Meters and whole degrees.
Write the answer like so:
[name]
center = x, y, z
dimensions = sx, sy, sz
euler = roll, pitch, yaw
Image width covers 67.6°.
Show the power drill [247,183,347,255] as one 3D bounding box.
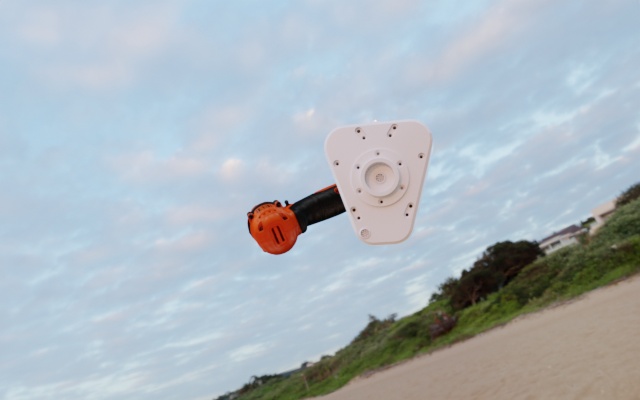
[power drill]
center = 0.001, 0.002, 0.582
dimensions = 0.187, 0.057, 0.184
euler = -26, 10, -8
